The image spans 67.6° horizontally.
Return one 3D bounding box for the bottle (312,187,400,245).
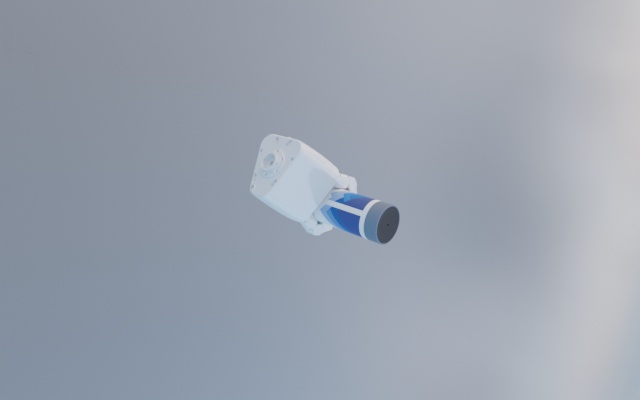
[{"bbox_3d":[0.000,0.003,0.853,0.295,0.069,0.069,19,12,39],"label":"bottle"}]
